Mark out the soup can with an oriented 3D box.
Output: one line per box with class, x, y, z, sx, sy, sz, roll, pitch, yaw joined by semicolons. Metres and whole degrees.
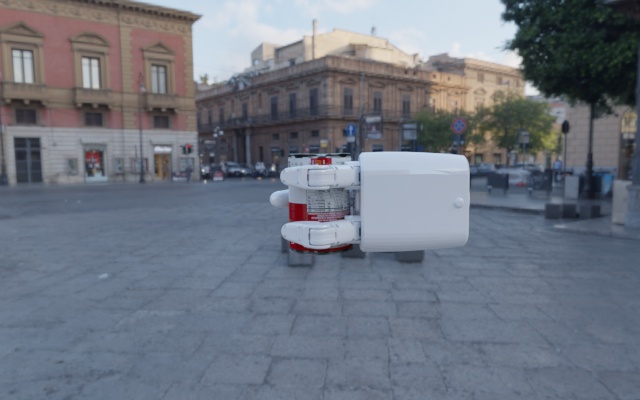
soup can;0.000;0.001;0.505;0.068;0.102;0.068;-1;5;0
